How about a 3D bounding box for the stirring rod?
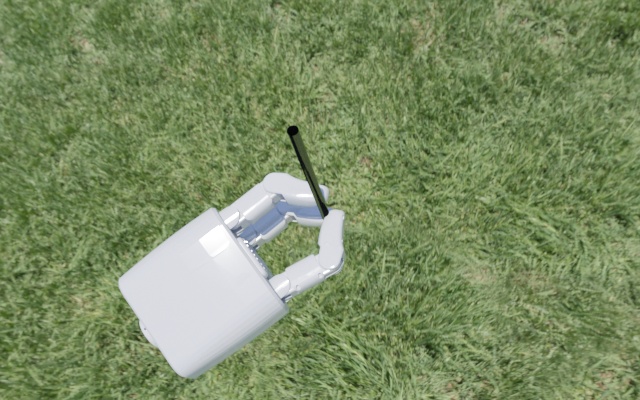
[{"bbox_3d":[0.000,0.001,0.420,0.011,0.011,0.240,0,-23,9],"label":"stirring rod"}]
